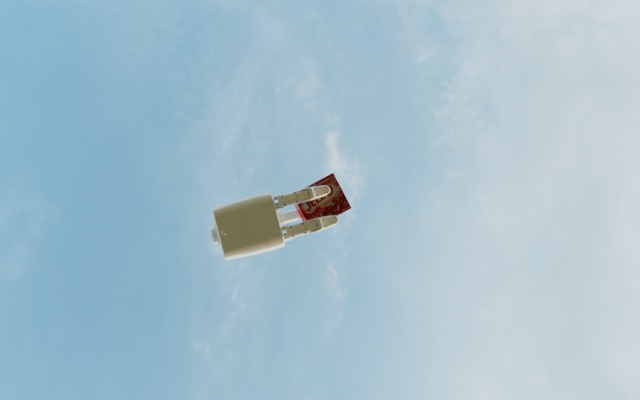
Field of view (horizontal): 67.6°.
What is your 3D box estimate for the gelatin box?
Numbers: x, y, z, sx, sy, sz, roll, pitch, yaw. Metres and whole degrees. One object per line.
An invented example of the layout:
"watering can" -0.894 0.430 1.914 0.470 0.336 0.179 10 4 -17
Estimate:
"gelatin box" 0.000 0.003 0.858 0.089 0.073 0.030 -28 1 -17
